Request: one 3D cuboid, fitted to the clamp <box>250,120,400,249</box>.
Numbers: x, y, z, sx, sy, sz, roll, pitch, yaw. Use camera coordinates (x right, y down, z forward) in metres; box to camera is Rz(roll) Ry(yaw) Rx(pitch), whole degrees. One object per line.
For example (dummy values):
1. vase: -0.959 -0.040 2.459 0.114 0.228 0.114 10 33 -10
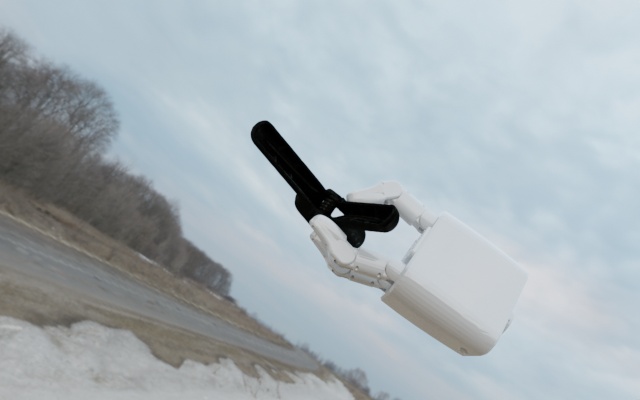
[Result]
1. clamp: 0.001 0.001 0.515 0.164 0.036 0.210 38 -14 11
